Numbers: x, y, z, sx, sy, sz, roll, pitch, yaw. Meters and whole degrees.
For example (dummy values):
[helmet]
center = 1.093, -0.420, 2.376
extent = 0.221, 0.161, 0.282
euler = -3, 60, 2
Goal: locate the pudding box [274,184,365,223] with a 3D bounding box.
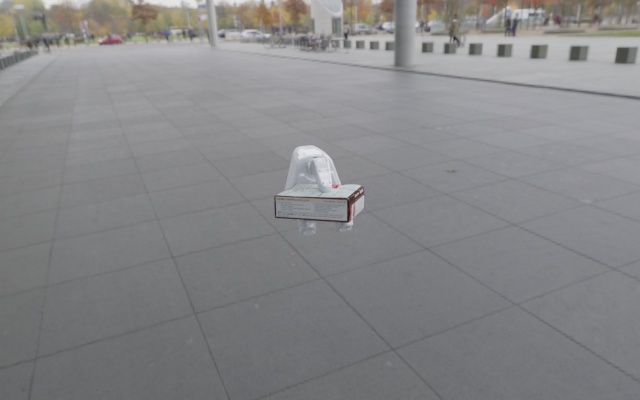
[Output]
[pudding box]
center = 0.000, 0.002, 0.697
extent = 0.113, 0.039, 0.090
euler = 1, 14, 19
